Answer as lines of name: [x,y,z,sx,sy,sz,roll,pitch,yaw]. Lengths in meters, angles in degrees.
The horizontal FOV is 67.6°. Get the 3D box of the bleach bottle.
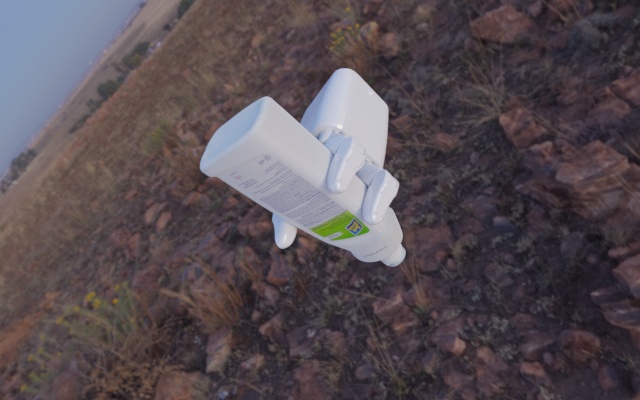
bleach bottle: [0.000,0.002,0.521,0.102,0.068,0.251,-25,-51,38]
